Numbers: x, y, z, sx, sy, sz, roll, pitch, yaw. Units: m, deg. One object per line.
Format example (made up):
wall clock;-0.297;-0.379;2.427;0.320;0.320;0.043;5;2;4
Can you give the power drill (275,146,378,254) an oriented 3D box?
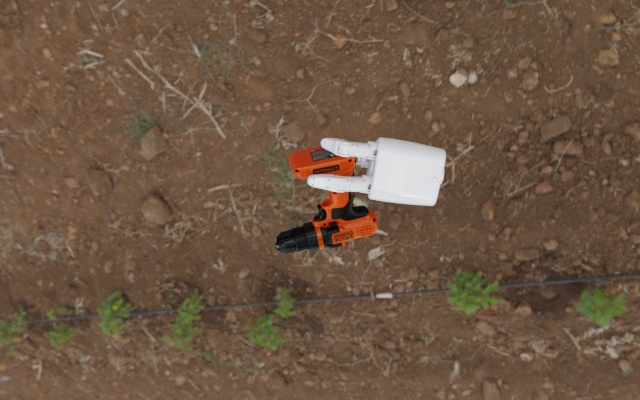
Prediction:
power drill;0.000;0.002;0.803;0.184;0.188;0.057;-14;38;-5
